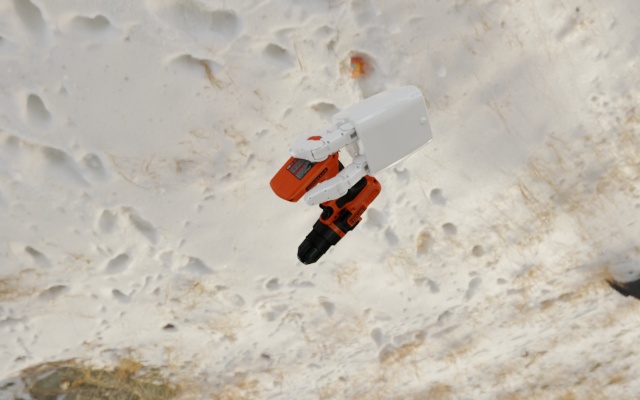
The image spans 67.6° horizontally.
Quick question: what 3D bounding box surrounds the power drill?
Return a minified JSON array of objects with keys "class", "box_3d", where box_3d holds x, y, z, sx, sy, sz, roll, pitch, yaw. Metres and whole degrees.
[{"class":"power drill","box_3d":[0.000,0.002,0.731,0.057,0.184,0.188,38,-5,35]}]
